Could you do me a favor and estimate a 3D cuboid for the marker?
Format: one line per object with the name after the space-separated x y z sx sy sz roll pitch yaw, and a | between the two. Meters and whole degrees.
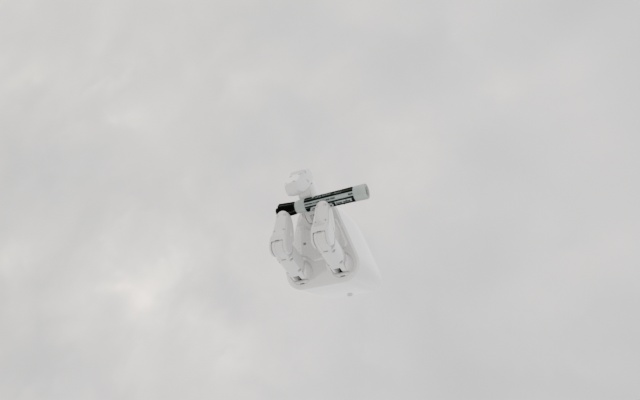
0.000 0.002 0.580 0.121 0.020 0.020 -13 -5 21 | marker
